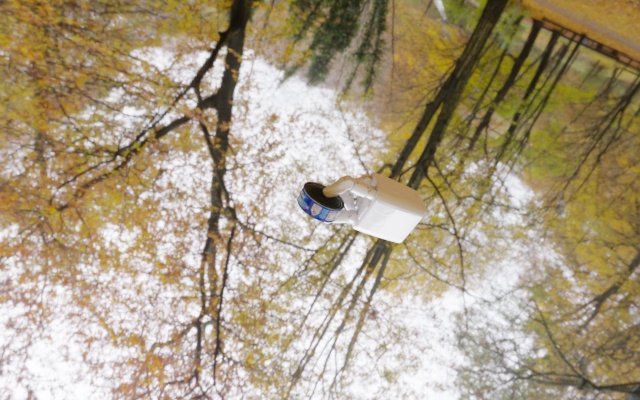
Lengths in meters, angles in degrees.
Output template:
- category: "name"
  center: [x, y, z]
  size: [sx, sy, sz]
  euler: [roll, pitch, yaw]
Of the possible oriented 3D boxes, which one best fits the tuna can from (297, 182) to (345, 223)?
- category: "tuna can"
  center: [0.000, 0.003, 0.891]
  size: [0.086, 0.034, 0.086]
  euler: [24, 25, -12]
